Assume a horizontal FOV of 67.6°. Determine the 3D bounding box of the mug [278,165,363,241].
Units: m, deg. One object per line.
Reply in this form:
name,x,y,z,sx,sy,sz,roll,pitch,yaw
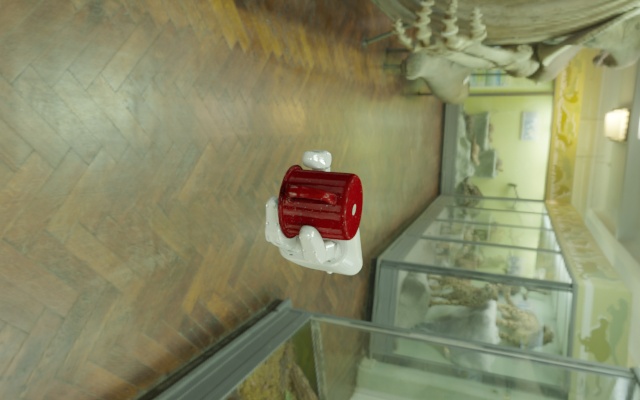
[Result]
mug,0.000,0.001,0.571,0.081,0.093,0.117,5,-13,19
